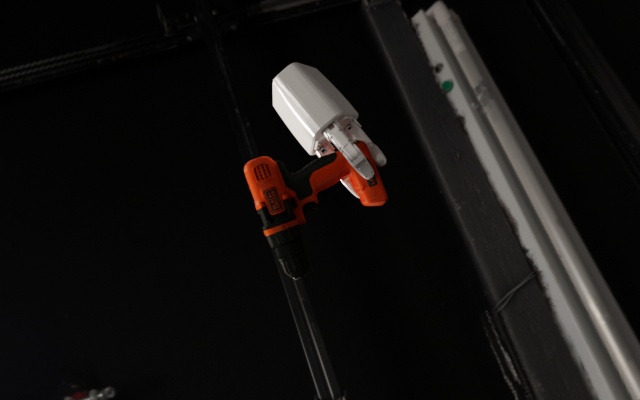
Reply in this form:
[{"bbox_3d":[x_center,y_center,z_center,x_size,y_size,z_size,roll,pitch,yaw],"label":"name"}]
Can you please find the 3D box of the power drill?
[{"bbox_3d":[0.000,0.002,0.704,0.187,0.184,0.057,-21,1,-14],"label":"power drill"}]
